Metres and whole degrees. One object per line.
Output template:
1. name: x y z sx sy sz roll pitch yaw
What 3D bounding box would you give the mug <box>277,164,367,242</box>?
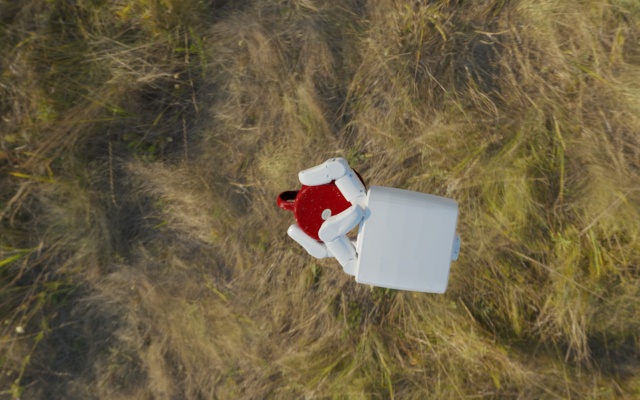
1. mug: -0.001 0.002 0.629 0.117 0.093 0.081 7 18 8
